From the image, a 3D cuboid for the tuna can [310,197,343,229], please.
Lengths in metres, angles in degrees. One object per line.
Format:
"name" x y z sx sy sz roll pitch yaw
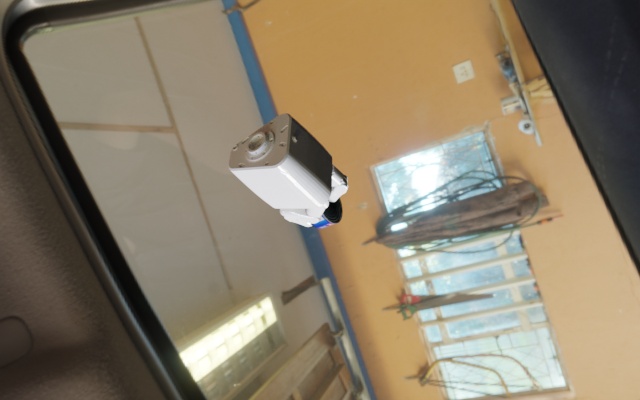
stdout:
"tuna can" 0.000 0.003 0.792 0.034 0.086 0.086 -22 -10 27
